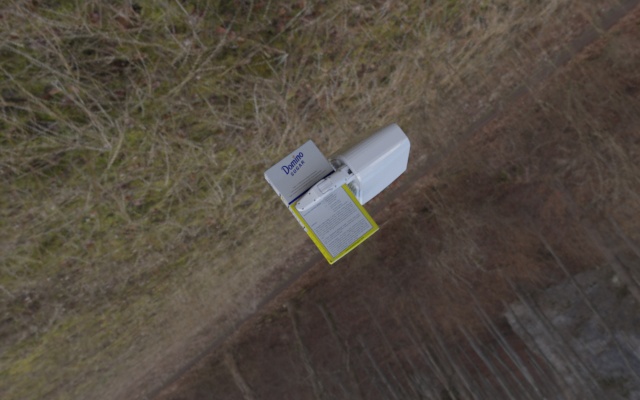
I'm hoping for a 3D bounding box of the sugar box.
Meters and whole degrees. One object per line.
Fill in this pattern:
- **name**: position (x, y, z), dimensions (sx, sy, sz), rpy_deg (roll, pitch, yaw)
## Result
- **sugar box**: position (0.000, 0.003, 0.747), dimensions (0.093, 0.176, 0.048), rpy_deg (-36, -7, -9)
